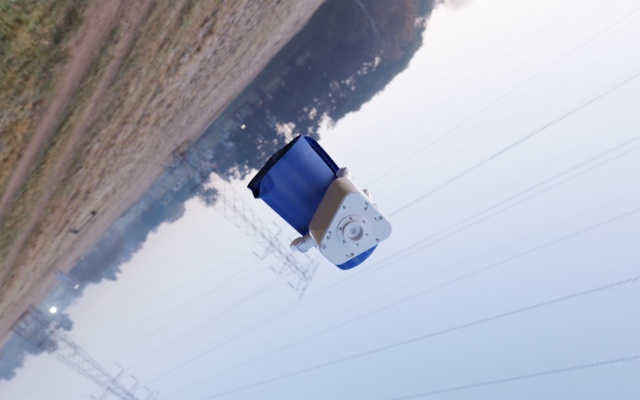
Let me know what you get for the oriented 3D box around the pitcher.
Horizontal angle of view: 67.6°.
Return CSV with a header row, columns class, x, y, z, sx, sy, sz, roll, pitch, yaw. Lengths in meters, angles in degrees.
class,x,y,z,sx,sy,sz,roll,pitch,yaw
pitcher,0.000,0.003,0.868,0.149,0.243,0.145,-44,13,1
